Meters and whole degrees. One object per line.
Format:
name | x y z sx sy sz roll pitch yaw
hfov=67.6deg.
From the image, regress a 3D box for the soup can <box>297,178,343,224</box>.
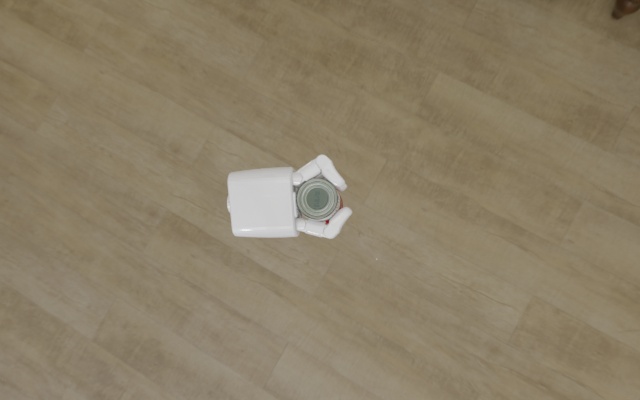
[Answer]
soup can | 0.001 0.003 0.797 0.068 0.068 0.102 0 -7 7
